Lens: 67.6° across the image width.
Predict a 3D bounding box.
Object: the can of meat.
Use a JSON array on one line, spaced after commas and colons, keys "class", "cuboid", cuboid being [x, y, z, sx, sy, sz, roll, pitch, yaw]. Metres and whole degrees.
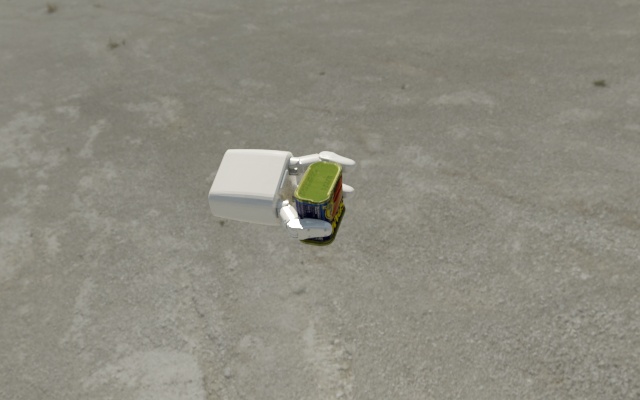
[{"class": "can of meat", "cuboid": [0.000, 0.002, 0.711, 0.057, 0.084, 0.102, 8, 41, 15]}]
